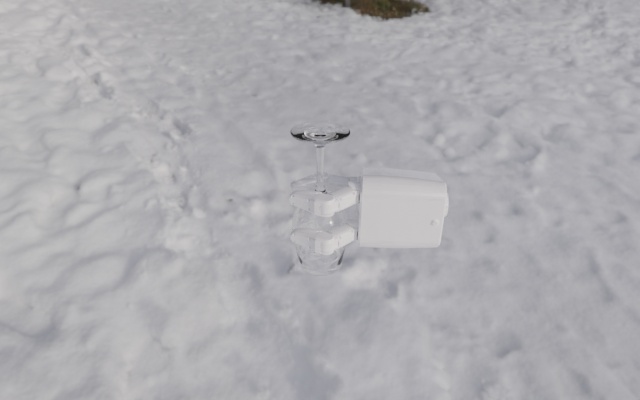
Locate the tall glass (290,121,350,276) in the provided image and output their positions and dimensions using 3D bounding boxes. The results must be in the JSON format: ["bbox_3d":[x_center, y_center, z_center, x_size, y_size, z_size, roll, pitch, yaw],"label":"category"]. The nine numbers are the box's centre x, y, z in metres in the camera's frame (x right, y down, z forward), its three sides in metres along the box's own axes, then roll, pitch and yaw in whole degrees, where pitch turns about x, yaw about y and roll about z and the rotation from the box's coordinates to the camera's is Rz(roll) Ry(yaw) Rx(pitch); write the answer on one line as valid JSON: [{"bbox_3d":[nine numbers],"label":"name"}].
[{"bbox_3d":[0.000,0.001,0.635,0.079,0.201,0.079,0,29,0],"label":"tall glass"}]
